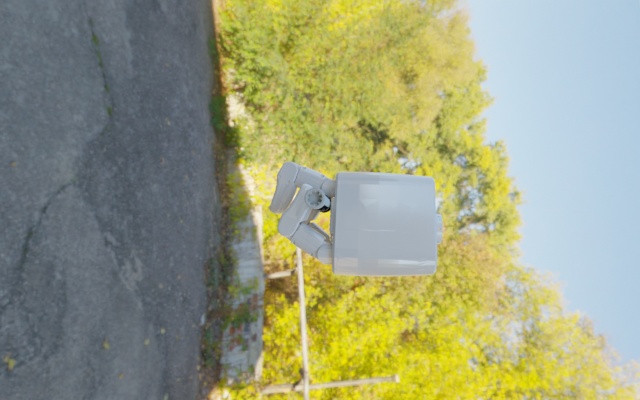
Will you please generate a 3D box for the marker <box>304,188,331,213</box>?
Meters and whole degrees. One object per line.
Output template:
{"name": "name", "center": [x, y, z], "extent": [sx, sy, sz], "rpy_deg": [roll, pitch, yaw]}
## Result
{"name": "marker", "center": [0.000, 0.002, 0.486], "extent": [0.020, 0.020, 0.121], "rpy_deg": [0, -4, 5]}
